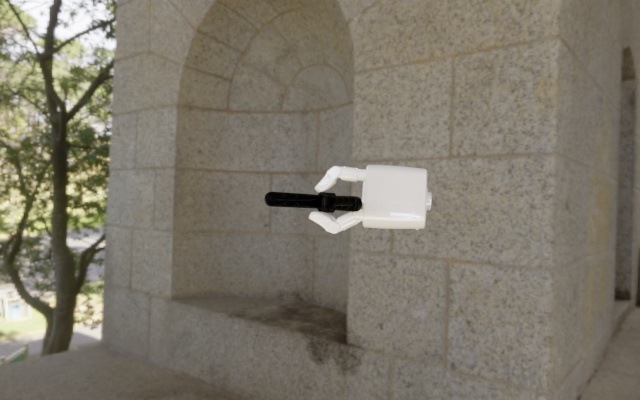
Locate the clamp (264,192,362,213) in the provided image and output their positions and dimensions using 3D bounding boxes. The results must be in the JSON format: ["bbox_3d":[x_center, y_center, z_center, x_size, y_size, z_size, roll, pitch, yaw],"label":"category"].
[{"bbox_3d":[0.001,0.002,0.861,0.164,0.036,0.210,4,0,9],"label":"clamp"}]
